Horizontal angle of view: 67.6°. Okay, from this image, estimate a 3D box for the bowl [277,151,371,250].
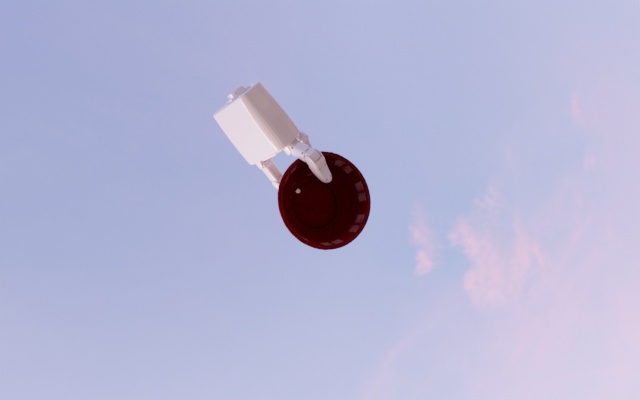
[{"bbox_3d":[0.001,0.004,0.795,0.162,0.162,0.055,0,-8,-20],"label":"bowl"}]
